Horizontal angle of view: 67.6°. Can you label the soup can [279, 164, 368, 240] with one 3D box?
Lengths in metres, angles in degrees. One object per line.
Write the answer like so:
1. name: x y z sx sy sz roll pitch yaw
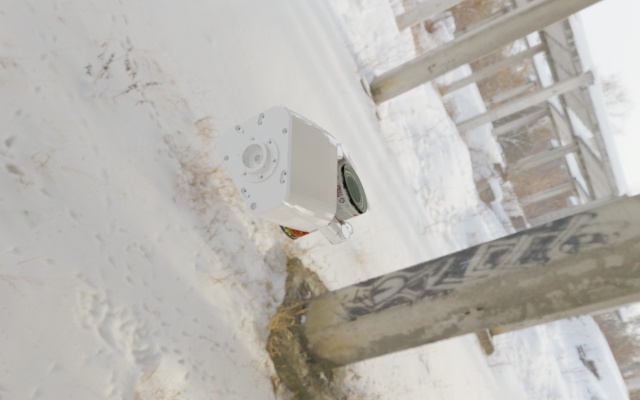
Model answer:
1. soup can: 0.001 0.002 0.609 0.102 0.068 0.068 -22 -8 21
